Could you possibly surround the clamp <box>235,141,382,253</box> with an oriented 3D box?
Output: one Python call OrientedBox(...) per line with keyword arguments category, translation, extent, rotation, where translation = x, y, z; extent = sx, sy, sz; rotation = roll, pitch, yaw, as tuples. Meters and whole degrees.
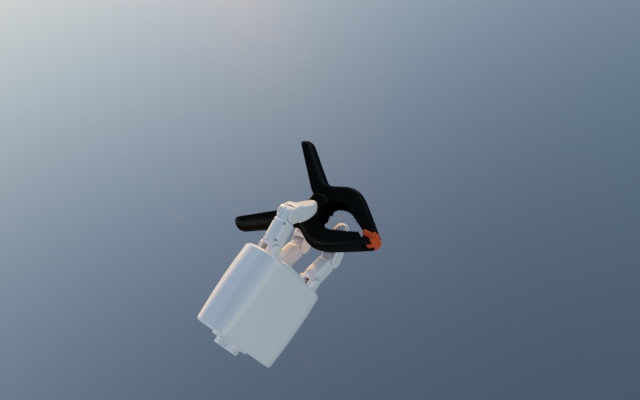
OrientedBox(category="clamp", translation=(0.000, 0.002, 0.642), extent=(0.210, 0.164, 0.036), rotation=(21, -20, 35))
